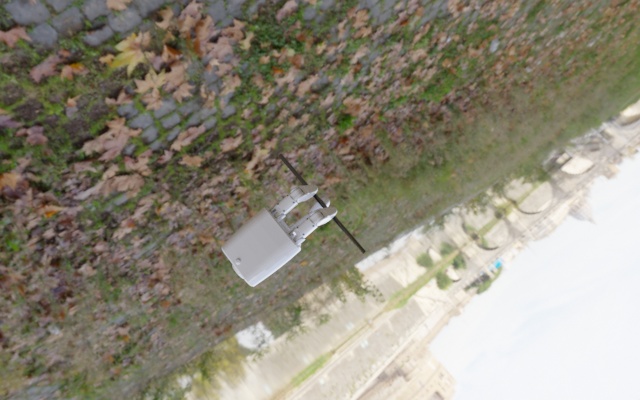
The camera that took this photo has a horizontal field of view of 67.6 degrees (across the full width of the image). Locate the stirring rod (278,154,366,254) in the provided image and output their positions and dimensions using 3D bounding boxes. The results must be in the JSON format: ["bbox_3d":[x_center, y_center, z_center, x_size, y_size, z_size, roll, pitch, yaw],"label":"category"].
[{"bbox_3d":[0.000,0.003,0.861,0.011,0.239,0.011,-37,-16,-13],"label":"stirring rod"}]
